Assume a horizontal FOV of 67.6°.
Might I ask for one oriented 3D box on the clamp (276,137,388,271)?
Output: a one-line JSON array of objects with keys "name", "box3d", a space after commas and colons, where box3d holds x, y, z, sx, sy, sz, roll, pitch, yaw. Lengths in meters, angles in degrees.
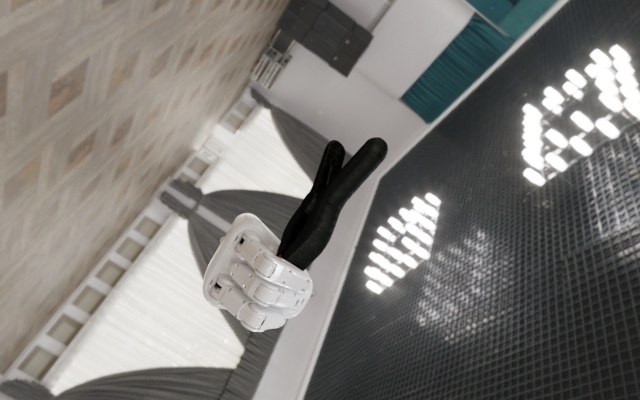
[{"name": "clamp", "box3d": [0.001, 0.002, 0.513, 0.039, 0.171, 0.120, 35, 1, -15]}]
